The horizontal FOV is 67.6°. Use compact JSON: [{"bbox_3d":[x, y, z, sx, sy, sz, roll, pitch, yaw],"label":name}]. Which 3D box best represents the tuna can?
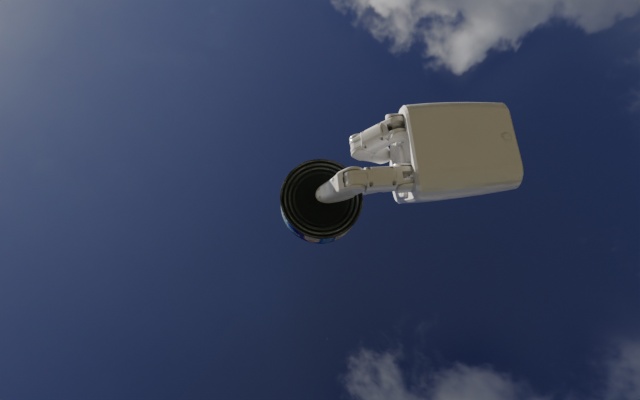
[{"bbox_3d":[0.000,0.002,0.505,0.086,0.086,0.034,0,-16,-5],"label":"tuna can"}]
